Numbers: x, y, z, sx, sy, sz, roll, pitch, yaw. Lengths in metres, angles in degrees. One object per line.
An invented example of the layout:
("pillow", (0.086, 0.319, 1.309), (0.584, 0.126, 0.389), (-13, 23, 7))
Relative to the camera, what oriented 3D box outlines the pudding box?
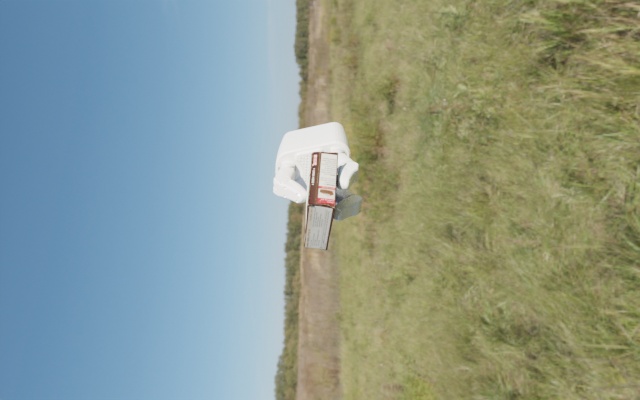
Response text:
("pudding box", (0.000, 0.002, 0.649), (0.039, 0.090, 0.114), (3, -34, 0))
